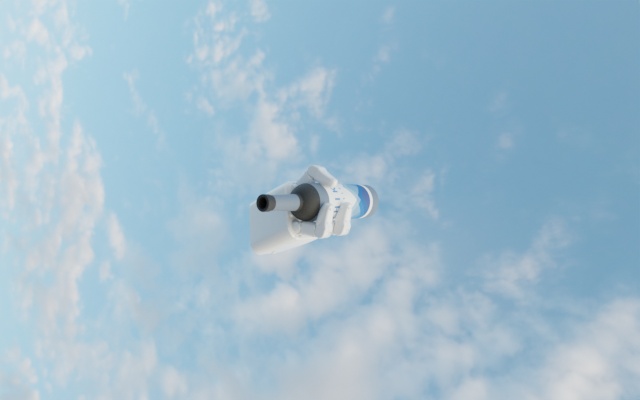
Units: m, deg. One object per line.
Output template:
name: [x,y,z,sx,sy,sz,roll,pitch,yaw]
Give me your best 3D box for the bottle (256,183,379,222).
bottle: [0.000,0.003,0.842,0.069,0.069,0.296,0,0,37]
